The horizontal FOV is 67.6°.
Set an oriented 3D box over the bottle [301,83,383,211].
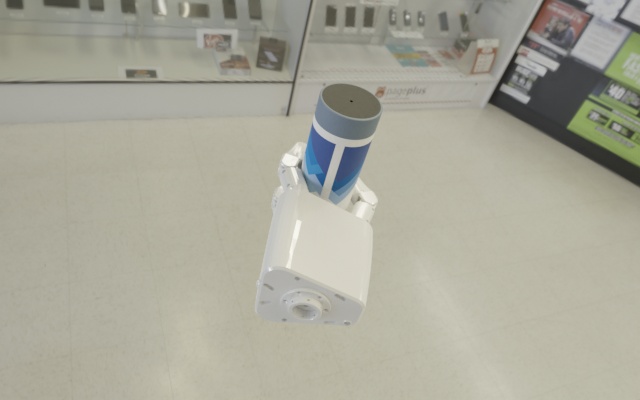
[{"bbox_3d":[0.000,0.002,0.583,0.069,0.069,0.296,0,-44,-17],"label":"bottle"}]
